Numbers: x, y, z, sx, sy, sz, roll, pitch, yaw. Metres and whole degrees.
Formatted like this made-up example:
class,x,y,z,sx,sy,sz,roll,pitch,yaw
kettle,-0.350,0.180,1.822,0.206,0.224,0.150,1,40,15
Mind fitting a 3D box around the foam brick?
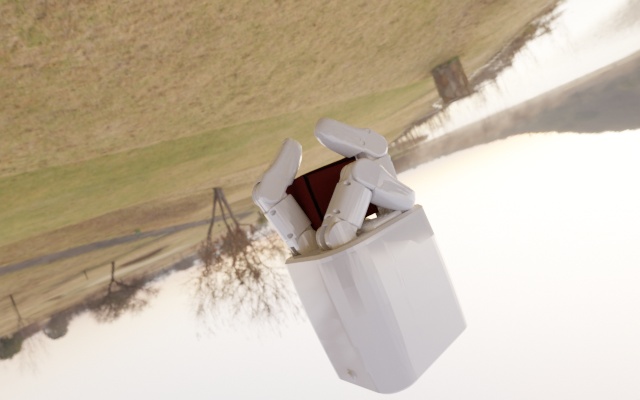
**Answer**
class,x,y,z,sx,sy,sz,roll,pitch,yaw
foam brick,0.000,0.001,0.405,0.053,0.051,0.078,-24,1,-27
